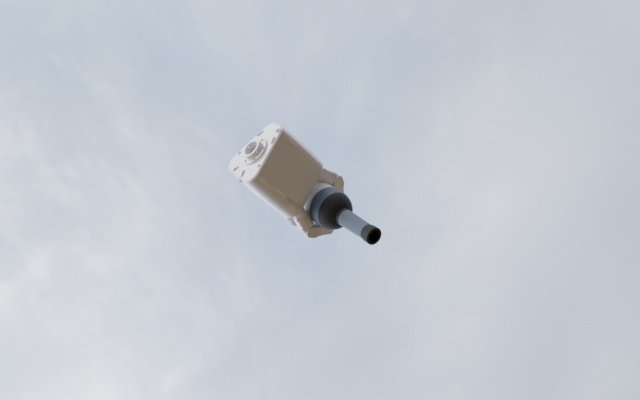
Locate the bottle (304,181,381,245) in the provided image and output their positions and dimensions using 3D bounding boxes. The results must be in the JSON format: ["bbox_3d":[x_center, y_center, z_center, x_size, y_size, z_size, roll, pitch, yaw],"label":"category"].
[{"bbox_3d":[0.000,0.003,0.809,0.069,0.069,0.295,0,20,-35],"label":"bottle"}]
